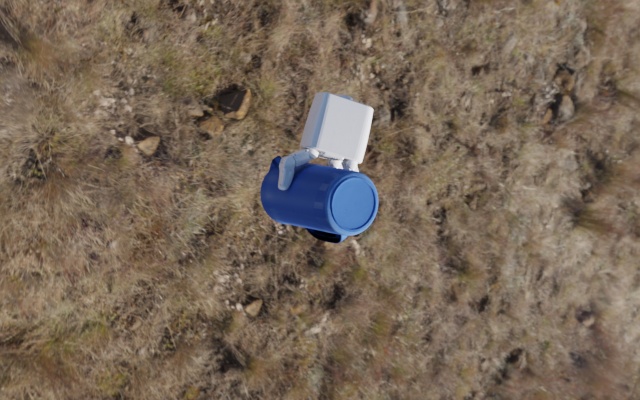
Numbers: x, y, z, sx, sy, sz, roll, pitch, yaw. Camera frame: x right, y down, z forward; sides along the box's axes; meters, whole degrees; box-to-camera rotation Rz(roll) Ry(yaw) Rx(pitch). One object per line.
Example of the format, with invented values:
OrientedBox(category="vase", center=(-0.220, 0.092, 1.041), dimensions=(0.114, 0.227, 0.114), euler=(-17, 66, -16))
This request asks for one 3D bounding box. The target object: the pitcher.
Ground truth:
OrientedBox(category="pitcher", center=(0.000, 0.003, 0.884), dimensions=(0.149, 0.145, 0.243), euler=(16, -2, -31))
